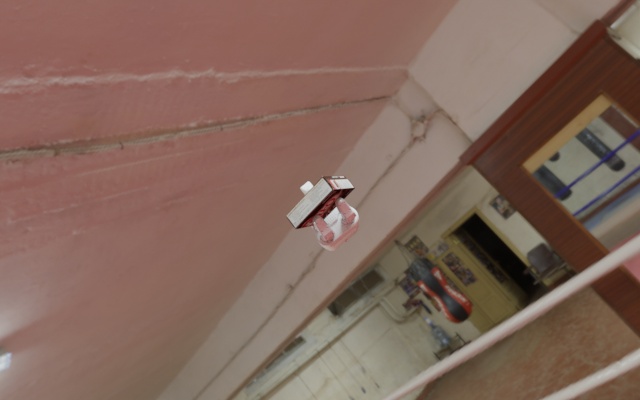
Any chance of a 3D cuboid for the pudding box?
[{"bbox_3d":[0.000,0.003,0.897,0.113,0.039,0.090,-48,-18,23],"label":"pudding box"}]
